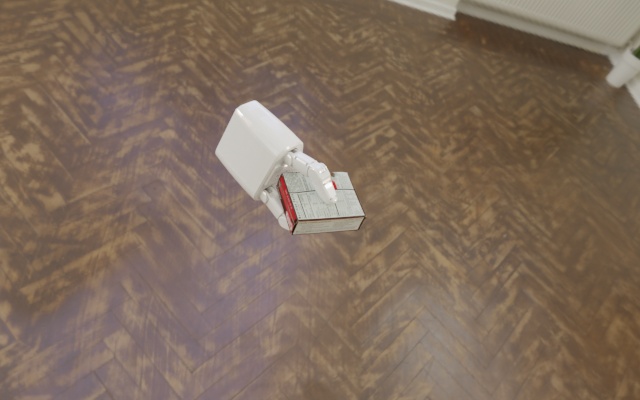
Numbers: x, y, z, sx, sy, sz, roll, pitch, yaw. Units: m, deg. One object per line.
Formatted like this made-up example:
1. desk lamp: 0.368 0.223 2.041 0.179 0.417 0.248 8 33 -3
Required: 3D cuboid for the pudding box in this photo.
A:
1. pudding box: 0.000 0.002 0.700 0.113 0.090 0.039 -3 -36 -23
